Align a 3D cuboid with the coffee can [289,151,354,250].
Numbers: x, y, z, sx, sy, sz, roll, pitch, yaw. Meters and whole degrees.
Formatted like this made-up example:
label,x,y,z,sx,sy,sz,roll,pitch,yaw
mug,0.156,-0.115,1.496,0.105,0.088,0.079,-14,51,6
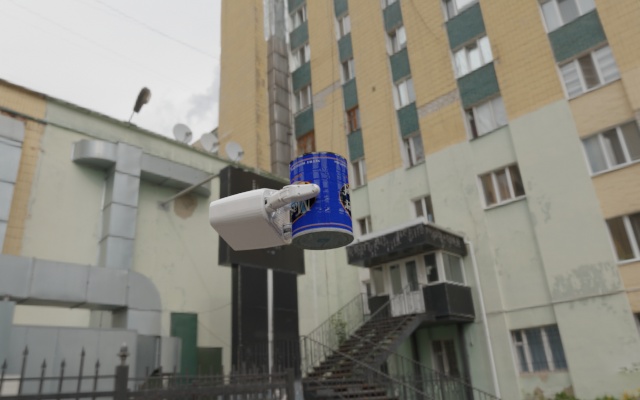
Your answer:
label,x,y,z,sx,sy,sz,roll,pitch,yaw
coffee can,0.000,0.003,0.805,0.103,0.140,0.103,-3,-22,-1
